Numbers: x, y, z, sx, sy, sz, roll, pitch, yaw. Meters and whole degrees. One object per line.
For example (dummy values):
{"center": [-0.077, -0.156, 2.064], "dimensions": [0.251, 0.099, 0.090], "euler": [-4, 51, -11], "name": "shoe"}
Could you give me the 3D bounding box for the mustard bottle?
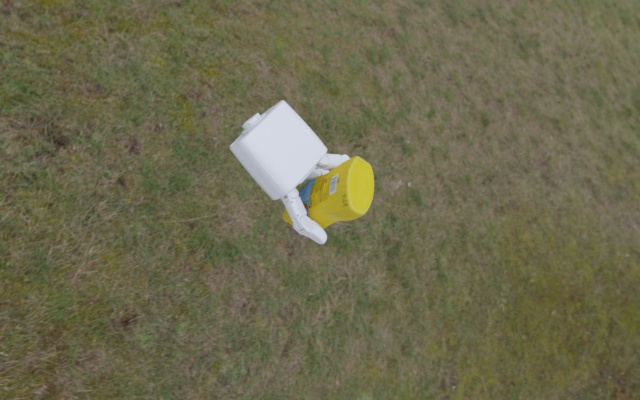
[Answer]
{"center": [0.001, 0.003, 0.777], "dimensions": [0.058, 0.096, 0.192], "euler": [28, -34, -32], "name": "mustard bottle"}
